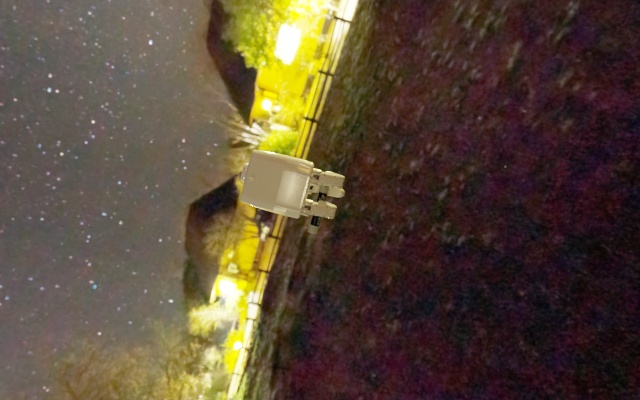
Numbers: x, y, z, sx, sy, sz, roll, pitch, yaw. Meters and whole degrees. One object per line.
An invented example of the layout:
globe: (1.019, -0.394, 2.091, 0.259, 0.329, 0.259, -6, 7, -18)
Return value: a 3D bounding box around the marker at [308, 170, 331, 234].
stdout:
marker: (0.000, 0.003, 0.893, 0.020, 0.121, 0.020, 15, 9, -2)
